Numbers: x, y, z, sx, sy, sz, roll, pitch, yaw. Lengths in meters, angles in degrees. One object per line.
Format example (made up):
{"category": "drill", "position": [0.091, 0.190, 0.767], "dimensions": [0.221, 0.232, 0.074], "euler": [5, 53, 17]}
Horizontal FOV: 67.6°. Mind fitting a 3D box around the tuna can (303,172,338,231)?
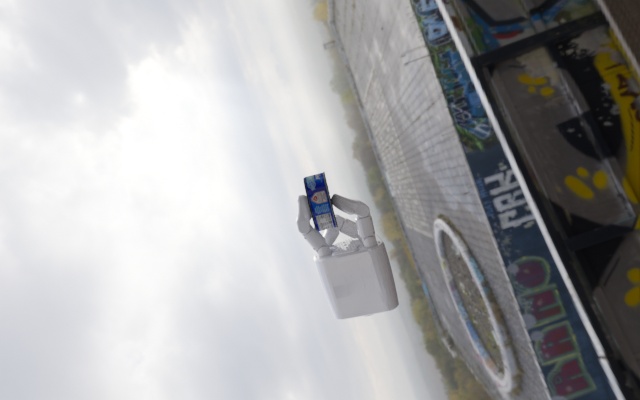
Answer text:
{"category": "tuna can", "position": [0.000, 0.002, 0.714], "dimensions": [0.034, 0.086, 0.086], "euler": [-14, 0, 1]}
